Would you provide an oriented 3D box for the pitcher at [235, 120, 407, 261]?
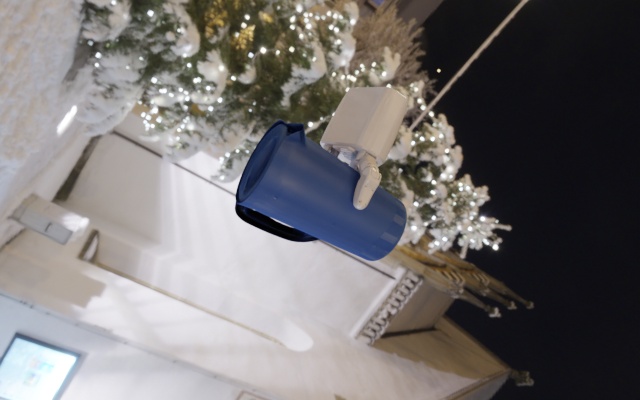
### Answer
[{"bbox_3d":[0.000,0.002,0.716,0.243,0.145,0.149,29,-12,-22],"label":"pitcher"}]
